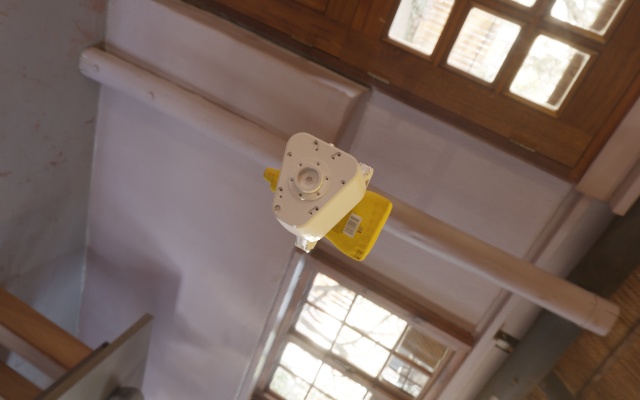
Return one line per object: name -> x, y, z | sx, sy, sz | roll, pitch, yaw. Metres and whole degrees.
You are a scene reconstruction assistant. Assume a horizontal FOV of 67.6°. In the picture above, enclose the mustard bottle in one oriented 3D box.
mustard bottle -> 0.000, 0.002, 0.698 | 0.191, 0.096, 0.058 | 28, 19, 11
